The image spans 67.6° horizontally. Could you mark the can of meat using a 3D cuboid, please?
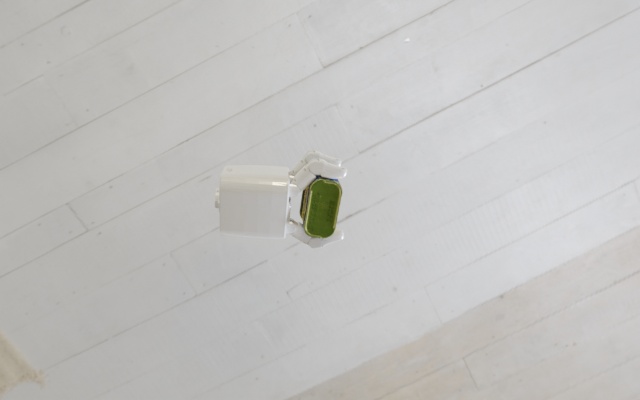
[{"bbox_3d":[0.000,0.003,0.777,0.057,0.102,0.084,7,16,-7],"label":"can of meat"}]
